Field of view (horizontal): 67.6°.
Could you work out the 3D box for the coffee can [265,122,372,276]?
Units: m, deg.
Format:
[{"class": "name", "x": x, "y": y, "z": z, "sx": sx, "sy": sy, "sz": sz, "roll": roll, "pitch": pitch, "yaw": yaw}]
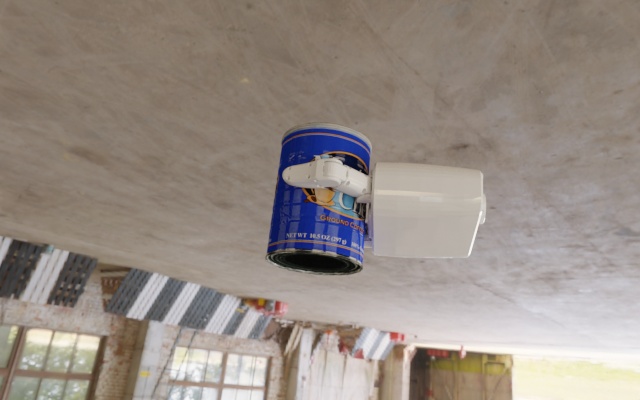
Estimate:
[{"class": "coffee can", "x": 0.000, "y": 0.002, "z": 0.519, "sx": 0.103, "sy": 0.140, "sz": 0.103, "roll": 5, "pitch": -20, "yaw": 2}]
